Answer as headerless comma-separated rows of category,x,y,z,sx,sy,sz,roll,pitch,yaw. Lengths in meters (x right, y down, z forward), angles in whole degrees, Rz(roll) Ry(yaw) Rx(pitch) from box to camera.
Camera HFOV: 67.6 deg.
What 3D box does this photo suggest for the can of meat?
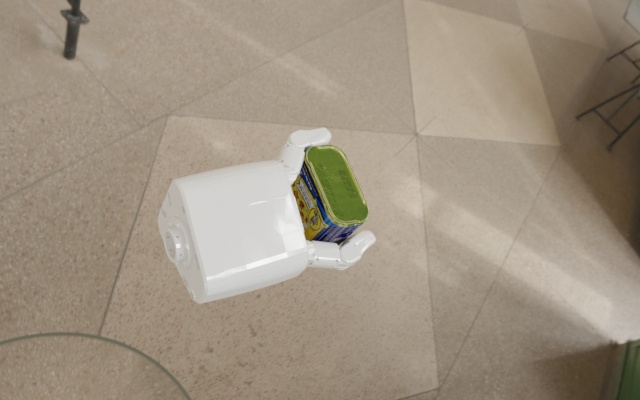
can of meat,0.000,0.002,0.522,0.057,0.102,0.084,-9,-24,-34
